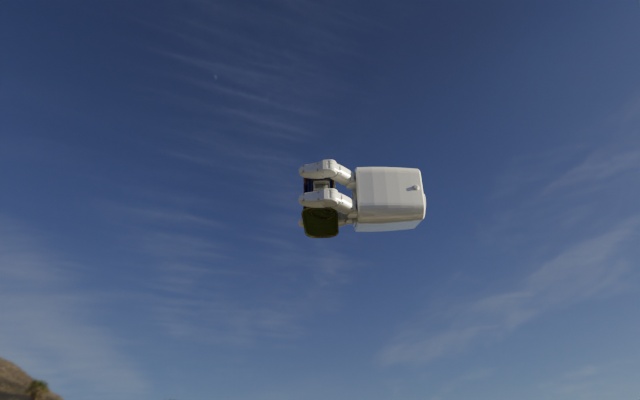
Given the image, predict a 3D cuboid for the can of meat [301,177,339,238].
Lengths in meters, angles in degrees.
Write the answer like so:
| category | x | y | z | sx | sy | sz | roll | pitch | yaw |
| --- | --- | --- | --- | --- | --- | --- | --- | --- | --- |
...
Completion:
| category | x | y | z | sx | sy | sz | roll | pitch | yaw |
| --- | --- | --- | --- | --- | --- | --- | --- | --- | --- |
| can of meat | 0.000 | 0.002 | 0.797 | 0.057 | 0.084 | 0.102 | -2 | -31 | 3 |
